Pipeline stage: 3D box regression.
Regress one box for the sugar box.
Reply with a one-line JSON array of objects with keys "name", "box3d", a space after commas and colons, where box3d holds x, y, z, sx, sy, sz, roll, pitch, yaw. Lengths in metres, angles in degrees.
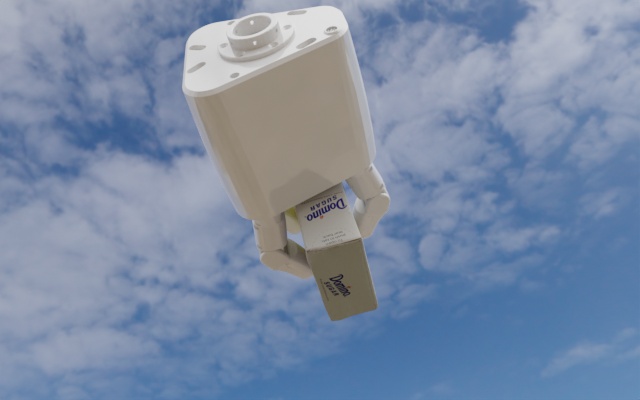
[{"name": "sugar box", "box3d": [-0.001, 0.001, 0.404, 0.048, 0.176, 0.093, -15, -45, 2]}]
